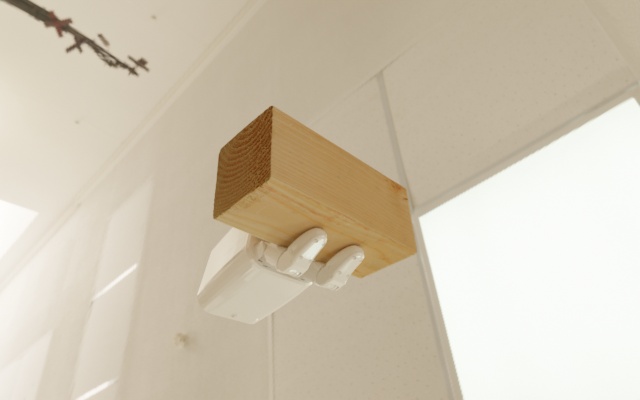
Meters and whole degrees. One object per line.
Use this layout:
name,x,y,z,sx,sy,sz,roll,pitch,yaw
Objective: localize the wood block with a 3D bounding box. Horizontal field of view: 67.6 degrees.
wood block,0.000,0.002,0.509,0.206,0.090,0.090,27,-45,-37
